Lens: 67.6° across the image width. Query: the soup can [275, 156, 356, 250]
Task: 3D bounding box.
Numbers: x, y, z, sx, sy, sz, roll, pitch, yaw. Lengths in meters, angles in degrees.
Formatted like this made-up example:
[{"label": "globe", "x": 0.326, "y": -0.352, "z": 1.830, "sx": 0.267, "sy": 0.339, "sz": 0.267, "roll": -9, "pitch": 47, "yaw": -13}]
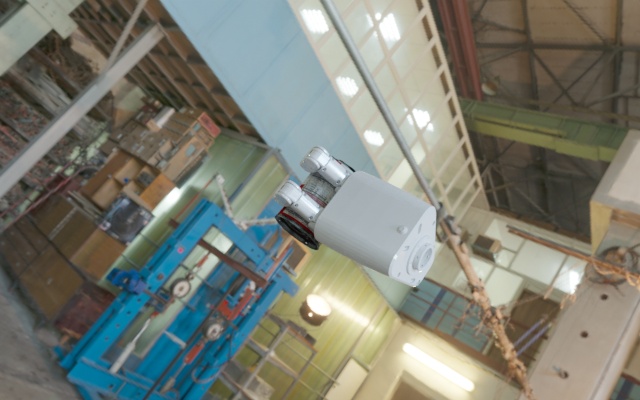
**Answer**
[{"label": "soup can", "x": 0.000, "y": 0.002, "z": 0.603, "sx": 0.068, "sy": 0.102, "sz": 0.068, "roll": 35, "pitch": -16, "yaw": 11}]
